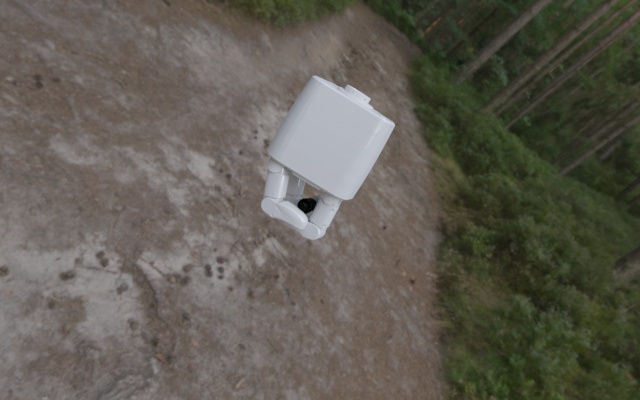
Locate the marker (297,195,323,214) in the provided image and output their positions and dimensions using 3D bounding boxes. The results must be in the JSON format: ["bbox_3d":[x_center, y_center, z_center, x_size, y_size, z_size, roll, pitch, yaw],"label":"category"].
[{"bbox_3d":[0.000,0.002,0.618,0.020,0.020,0.121,0,5,21],"label":"marker"}]
